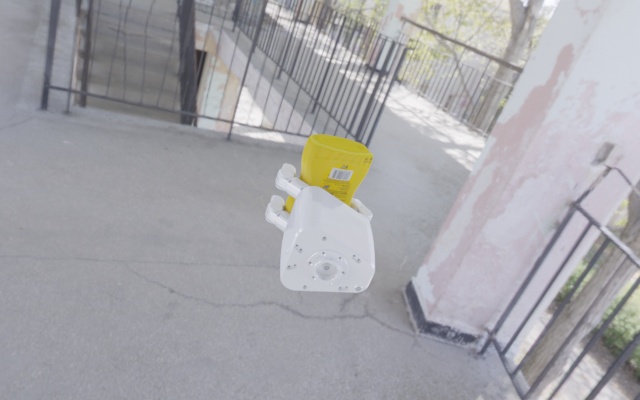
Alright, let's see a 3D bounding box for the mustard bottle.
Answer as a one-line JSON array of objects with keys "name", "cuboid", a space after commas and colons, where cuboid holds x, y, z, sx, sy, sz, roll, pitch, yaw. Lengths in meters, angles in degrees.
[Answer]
[{"name": "mustard bottle", "cuboid": [0.000, 0.002, 0.698, 0.096, 0.192, 0.058, 6, 29, -28]}]
